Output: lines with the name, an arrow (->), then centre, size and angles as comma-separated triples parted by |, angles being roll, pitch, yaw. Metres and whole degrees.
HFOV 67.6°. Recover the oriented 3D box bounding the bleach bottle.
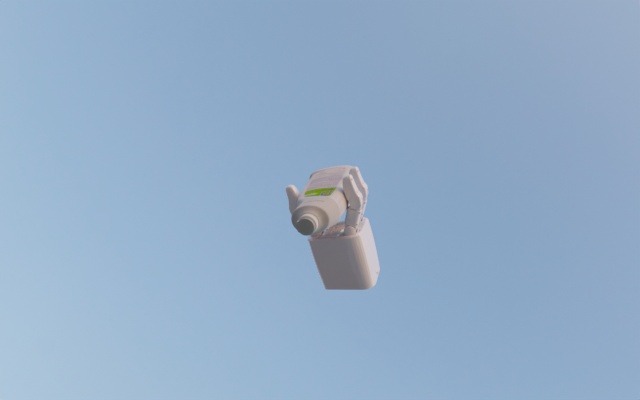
bleach bottle -> 0.000, 0.003, 0.832 | 0.102, 0.068, 0.250 | -11, 15, 18
